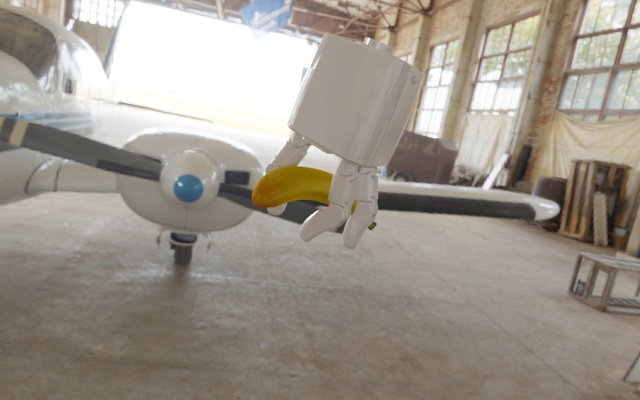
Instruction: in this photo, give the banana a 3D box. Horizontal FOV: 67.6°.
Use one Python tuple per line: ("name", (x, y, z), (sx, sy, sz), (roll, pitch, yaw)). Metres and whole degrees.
("banana", (-0.007, -0.009, 0.531), (0.198, 0.037, 0.069), (12, 31, -47))
